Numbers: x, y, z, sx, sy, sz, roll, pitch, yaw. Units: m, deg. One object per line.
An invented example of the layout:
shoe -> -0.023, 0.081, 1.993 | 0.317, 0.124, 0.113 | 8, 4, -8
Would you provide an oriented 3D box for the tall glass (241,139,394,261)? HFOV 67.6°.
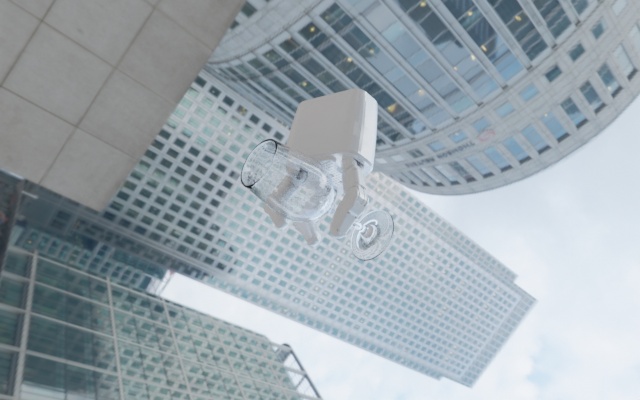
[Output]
tall glass -> 0.001, 0.002, 0.584 | 0.201, 0.079, 0.079 | 32, -20, -35
